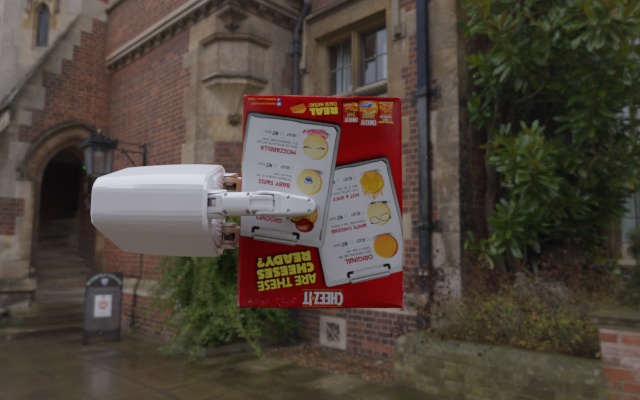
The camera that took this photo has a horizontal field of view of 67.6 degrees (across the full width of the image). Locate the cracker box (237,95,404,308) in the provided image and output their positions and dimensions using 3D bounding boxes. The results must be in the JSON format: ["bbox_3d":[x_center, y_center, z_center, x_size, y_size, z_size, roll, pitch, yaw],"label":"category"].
[{"bbox_3d":[0.000,0.001,0.503,0.164,0.213,0.072,1,-6,-1],"label":"cracker box"}]
